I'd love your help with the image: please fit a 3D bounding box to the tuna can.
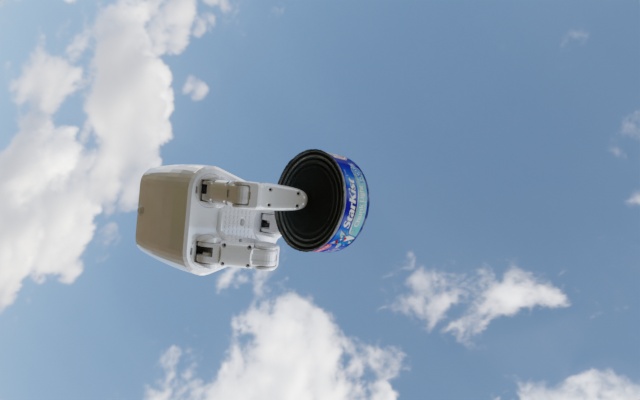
[{"bbox_3d":[0.001,0.001,0.406,0.034,0.086,0.086,8,-6,-43],"label":"tuna can"}]
